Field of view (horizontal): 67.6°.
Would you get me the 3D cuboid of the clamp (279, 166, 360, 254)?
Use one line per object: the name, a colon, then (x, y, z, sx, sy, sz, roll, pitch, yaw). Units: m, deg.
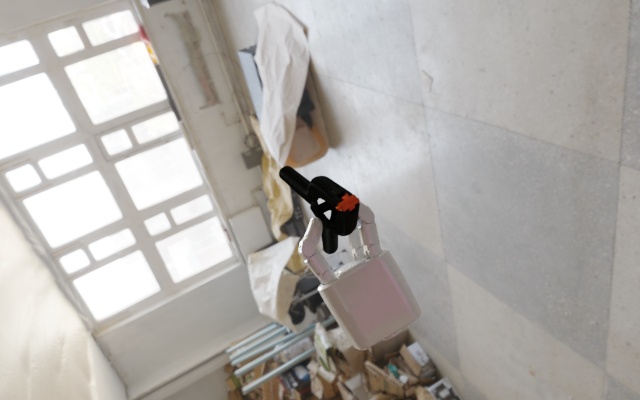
clamp: (0.000, 0.003, 0.707, 0.036, 0.164, 0.210, -33, -1, -17)
